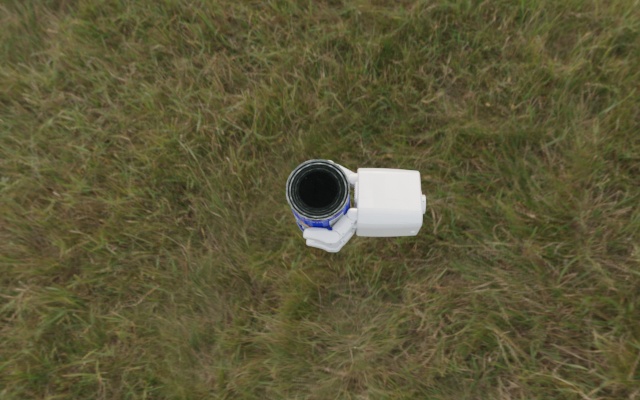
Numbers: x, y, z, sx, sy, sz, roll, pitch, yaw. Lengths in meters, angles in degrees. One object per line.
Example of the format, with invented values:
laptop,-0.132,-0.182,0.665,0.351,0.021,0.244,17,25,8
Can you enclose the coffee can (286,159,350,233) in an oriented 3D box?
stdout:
coffee can,0.000,0.003,0.816,0.103,0.102,0.140,0,-17,4
